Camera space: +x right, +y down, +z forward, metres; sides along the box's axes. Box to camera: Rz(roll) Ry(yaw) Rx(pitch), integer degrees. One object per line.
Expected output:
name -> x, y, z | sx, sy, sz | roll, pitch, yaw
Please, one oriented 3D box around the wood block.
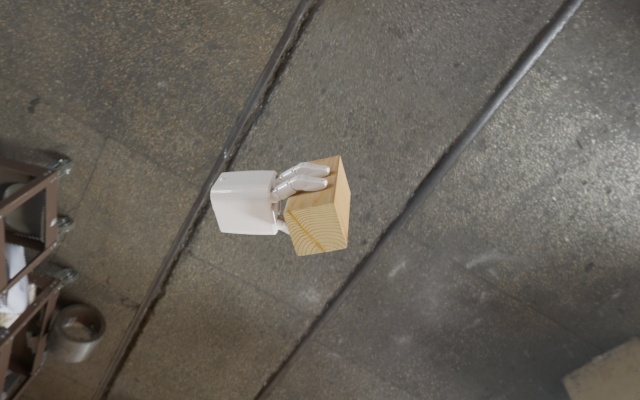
wood block -> 0.000, 0.003, 0.880 | 0.090, 0.091, 0.206 | -11, 26, 11
